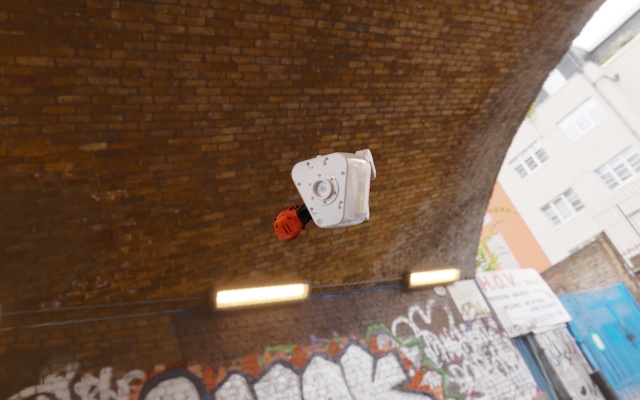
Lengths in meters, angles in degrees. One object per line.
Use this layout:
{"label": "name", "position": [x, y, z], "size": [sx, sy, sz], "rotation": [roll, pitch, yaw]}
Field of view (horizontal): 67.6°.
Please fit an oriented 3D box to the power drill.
{"label": "power drill", "position": [0.000, 0.003, 0.885], "size": [0.187, 0.057, 0.184], "rotation": [-35, 7, 3]}
